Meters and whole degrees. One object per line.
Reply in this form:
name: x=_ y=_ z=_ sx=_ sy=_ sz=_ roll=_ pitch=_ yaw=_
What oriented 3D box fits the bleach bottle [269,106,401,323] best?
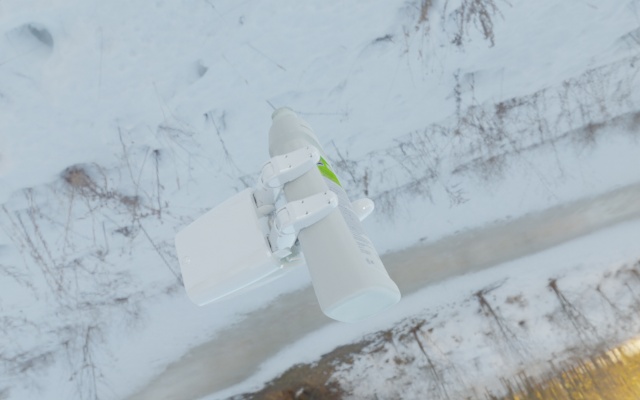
bleach bottle: x=0.000 y=0.002 z=0.522 sx=0.068 sy=0.250 sz=0.103 roll=-29 pitch=-29 yaw=13
